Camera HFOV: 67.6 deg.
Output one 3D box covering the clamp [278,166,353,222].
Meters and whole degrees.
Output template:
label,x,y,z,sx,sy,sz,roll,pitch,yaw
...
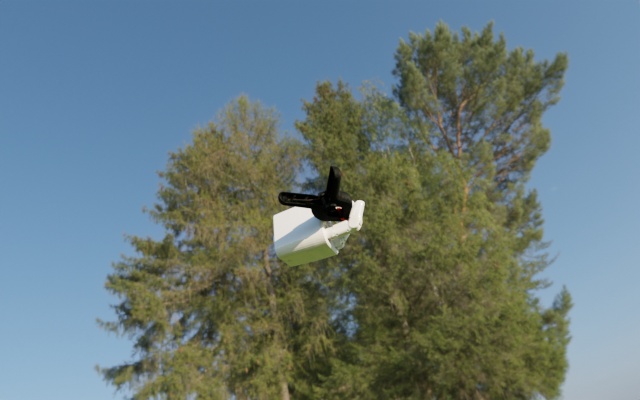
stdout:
label,x,y,z,sx,sy,sz,roll,pitch,yaw
clamp,0.000,0.002,0.876,0.120,0.039,0.171,-17,-32,11
